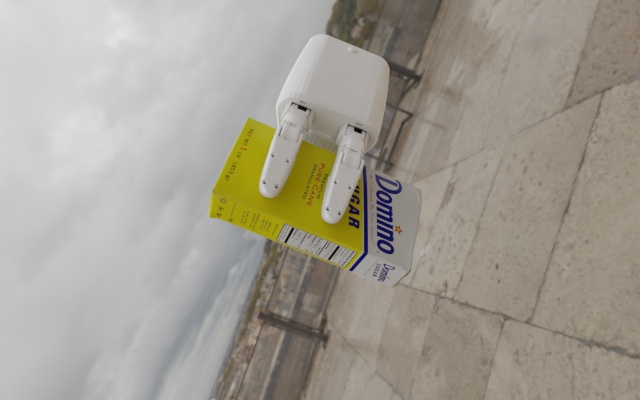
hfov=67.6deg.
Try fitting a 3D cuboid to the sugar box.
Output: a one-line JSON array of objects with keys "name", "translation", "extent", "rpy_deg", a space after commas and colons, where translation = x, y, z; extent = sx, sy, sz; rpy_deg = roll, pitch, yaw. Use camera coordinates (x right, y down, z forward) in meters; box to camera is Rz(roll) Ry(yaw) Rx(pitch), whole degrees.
[{"name": "sugar box", "translation": [0.000, 0.001, 0.424], "extent": [0.176, 0.093, 0.048], "rpy_deg": [20, -36, -4]}]
